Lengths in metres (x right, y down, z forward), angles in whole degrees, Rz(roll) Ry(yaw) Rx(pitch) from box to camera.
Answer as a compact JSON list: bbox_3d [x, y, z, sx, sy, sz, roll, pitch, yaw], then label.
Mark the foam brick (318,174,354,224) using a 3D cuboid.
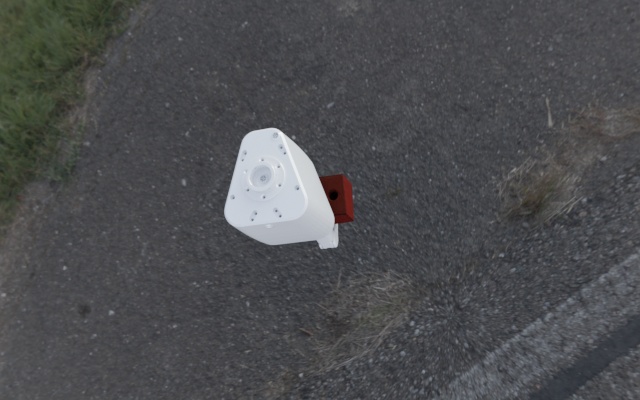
[{"bbox_3d":[0.000,0.002,0.615,0.078,0.053,0.051,-8,-16,12],"label":"foam brick"}]
